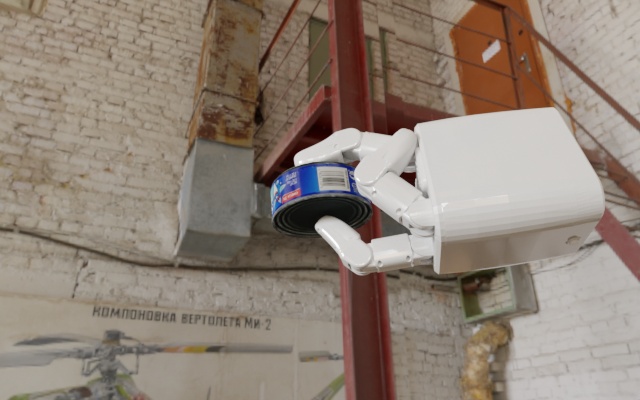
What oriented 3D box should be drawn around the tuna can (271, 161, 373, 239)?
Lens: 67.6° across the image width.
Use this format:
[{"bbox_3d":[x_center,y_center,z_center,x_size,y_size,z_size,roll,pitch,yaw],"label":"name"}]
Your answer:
[{"bbox_3d":[0.000,0.001,0.411,0.086,0.033,0.086,-6,-26,-3],"label":"tuna can"}]
